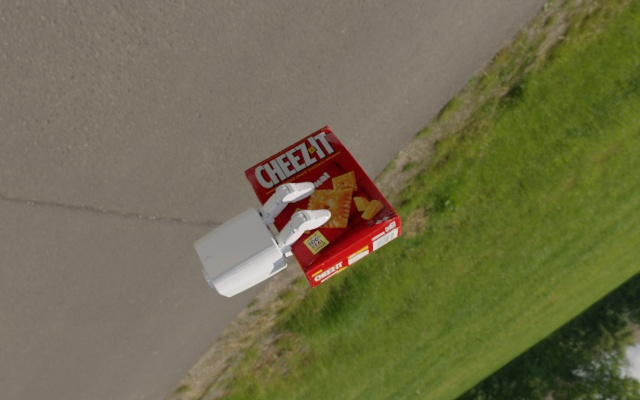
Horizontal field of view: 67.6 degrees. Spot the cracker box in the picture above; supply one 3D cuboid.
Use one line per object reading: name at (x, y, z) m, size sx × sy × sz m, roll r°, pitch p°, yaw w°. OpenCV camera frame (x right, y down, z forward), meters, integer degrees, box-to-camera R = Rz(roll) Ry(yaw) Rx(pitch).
cracker box at (0.000, 0.003, 0.755) m, size 0.164 × 0.213 × 0.072 m, roll -30°, pitch -29°, yaw -8°
